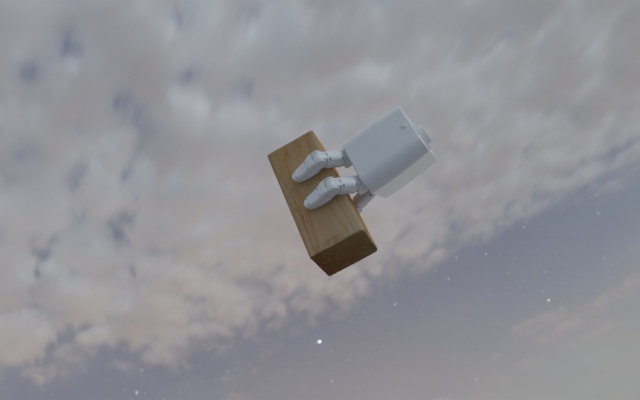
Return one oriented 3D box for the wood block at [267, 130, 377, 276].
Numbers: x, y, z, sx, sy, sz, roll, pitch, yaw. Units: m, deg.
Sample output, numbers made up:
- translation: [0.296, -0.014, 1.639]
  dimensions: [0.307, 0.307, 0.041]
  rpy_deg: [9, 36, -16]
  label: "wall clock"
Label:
- translation: [0.001, 0.002, 0.764]
  dimensions: [0.090, 0.206, 0.091]
  rpy_deg: [-29, -34, 6]
  label: "wood block"
